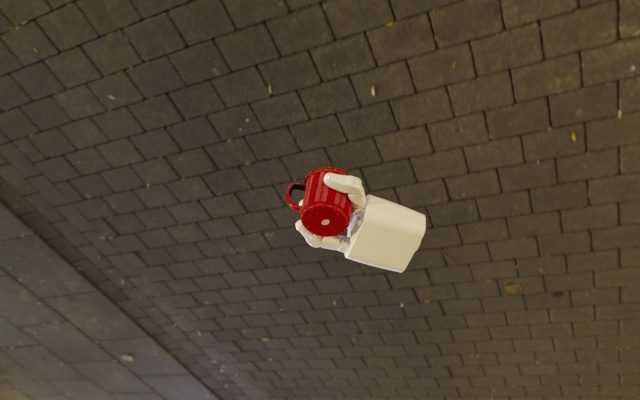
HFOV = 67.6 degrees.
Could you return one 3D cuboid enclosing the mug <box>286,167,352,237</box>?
[{"bbox_3d":[-0.001,0.002,0.789,0.117,0.081,0.093,15,-45,-5],"label":"mug"}]
